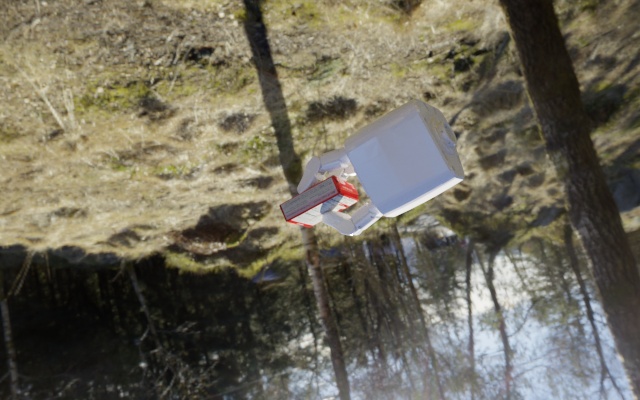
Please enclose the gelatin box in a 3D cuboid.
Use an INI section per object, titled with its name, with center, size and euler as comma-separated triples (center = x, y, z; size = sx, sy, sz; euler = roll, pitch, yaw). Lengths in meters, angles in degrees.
[gelatin box]
center = 0.000, 0.003, 0.654
size = 0.089, 0.030, 0.073
euler = -29, -19, 18
